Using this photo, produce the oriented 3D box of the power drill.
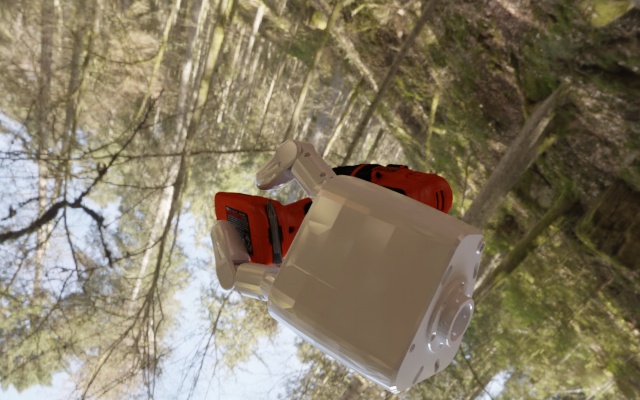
[{"bbox_3d":[0.000,0.002,0.456,0.187,0.057,0.184,-15,12,-27],"label":"power drill"}]
